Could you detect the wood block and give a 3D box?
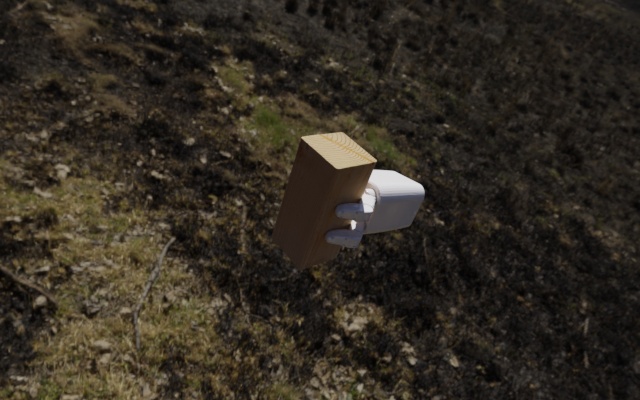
[{"bbox_3d":[0.000,0.002,0.783,0.090,0.206,0.090,-14,46,-39],"label":"wood block"}]
